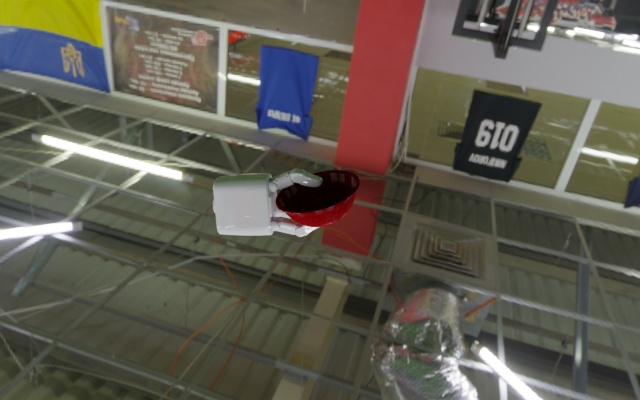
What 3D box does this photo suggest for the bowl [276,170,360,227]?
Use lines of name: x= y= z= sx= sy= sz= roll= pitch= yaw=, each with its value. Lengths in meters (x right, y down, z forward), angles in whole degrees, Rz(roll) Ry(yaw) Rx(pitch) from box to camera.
bowl: x=0.001 y=0.003 z=0.894 sx=0.162 sy=0.055 sz=0.162 roll=-13 pitch=27 yaw=7
